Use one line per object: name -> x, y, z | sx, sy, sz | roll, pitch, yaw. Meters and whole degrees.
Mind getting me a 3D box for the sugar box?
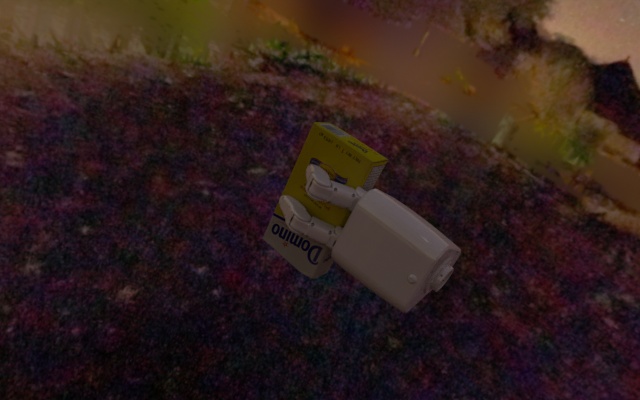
sugar box -> 0.000, 0.002, 0.589 | 0.093, 0.176, 0.048 | 37, 25, 24
